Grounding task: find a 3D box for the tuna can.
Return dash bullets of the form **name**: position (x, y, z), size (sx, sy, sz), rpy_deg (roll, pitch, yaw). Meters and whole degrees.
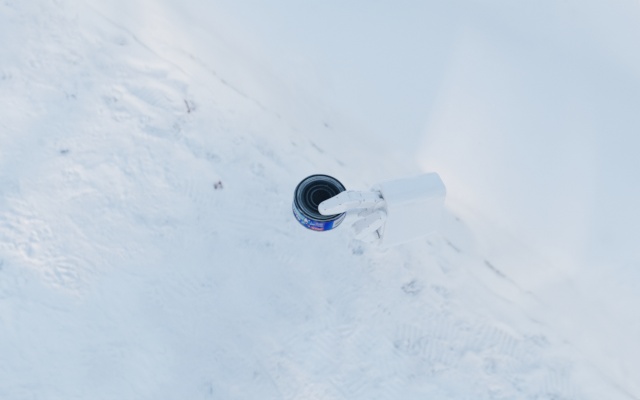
- **tuna can**: position (0.000, 0.002, 0.728), size (0.086, 0.086, 0.034), rpy_deg (0, -29, -7)
